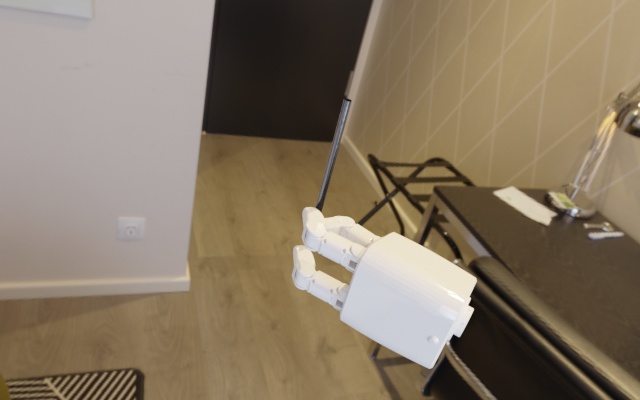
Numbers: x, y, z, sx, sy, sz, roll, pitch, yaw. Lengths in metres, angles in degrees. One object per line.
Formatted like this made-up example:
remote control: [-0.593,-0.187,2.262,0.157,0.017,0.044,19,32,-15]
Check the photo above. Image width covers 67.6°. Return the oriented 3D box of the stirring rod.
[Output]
stirring rod: [0.000,0.002,0.528,0.011,0.240,0.011,11,31,-7]
